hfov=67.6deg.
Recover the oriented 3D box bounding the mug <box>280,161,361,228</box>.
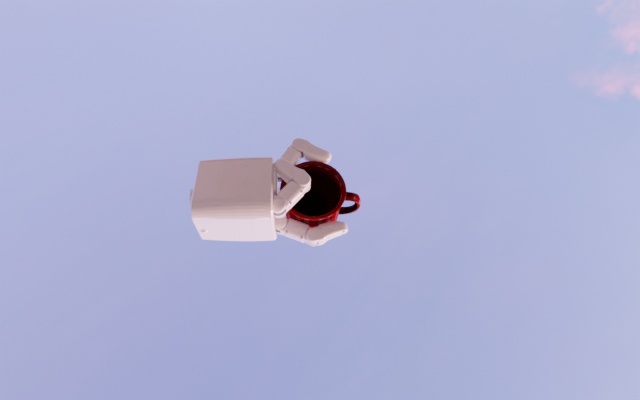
[{"bbox_3d":[0.002,0.002,0.702,0.117,0.093,0.081,0,-26,-2],"label":"mug"}]
